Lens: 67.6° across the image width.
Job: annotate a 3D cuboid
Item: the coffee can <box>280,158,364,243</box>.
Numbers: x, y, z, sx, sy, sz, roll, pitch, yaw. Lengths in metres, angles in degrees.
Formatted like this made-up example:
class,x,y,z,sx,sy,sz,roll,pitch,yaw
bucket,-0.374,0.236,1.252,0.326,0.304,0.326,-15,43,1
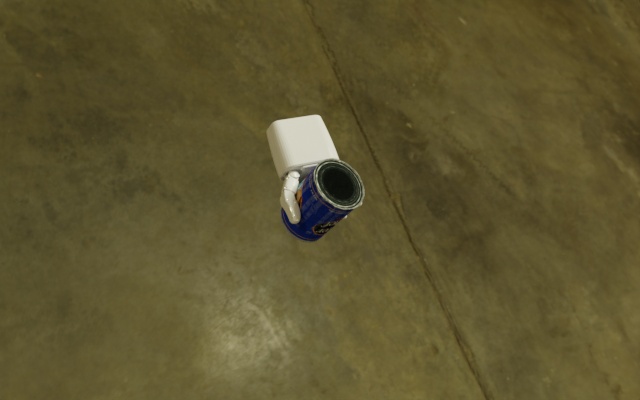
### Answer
class,x,y,z,sx,sy,sz,roll,pitch,yaw
coffee can,0.000,0.003,0.877,0.103,0.102,0.140,0,-28,-33
